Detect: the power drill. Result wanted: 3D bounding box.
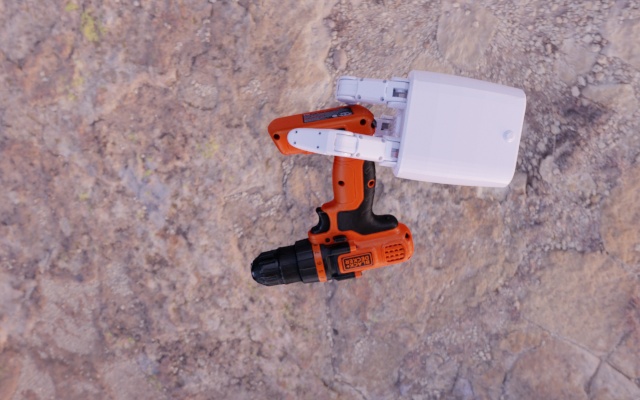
[{"bbox_3d":[0.000,0.001,0.509,0.184,0.188,0.057,-12,26,-1],"label":"power drill"}]
